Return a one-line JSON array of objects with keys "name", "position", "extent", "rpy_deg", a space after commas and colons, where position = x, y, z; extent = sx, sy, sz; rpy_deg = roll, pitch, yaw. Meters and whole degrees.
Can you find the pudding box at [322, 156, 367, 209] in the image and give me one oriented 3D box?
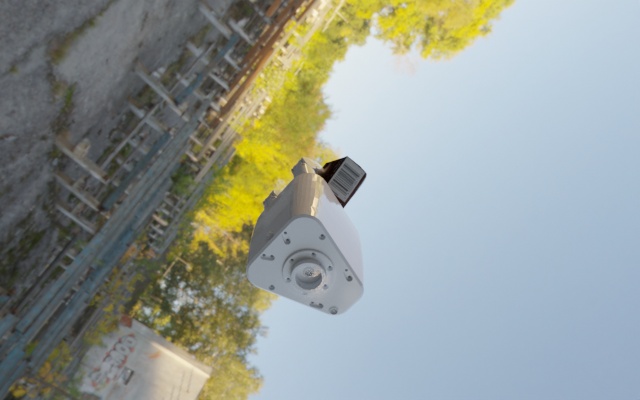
[{"name": "pudding box", "position": [0.000, 0.002, 0.595], "extent": [0.039, 0.113, 0.090], "rpy_deg": [40, -11, -13]}]
